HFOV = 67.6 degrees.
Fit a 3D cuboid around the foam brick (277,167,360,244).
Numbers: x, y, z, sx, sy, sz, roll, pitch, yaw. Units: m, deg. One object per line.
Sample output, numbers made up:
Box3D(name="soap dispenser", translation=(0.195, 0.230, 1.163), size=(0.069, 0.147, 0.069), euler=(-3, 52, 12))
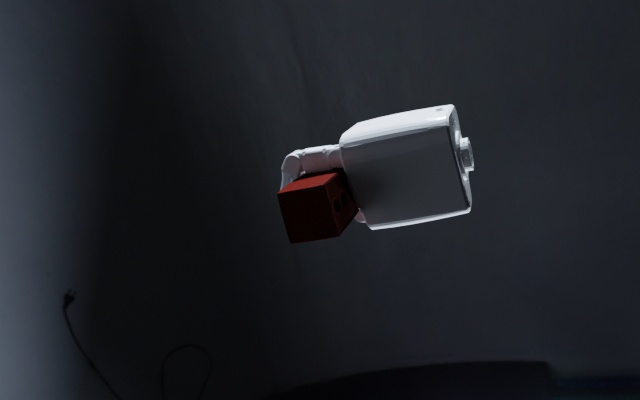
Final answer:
Box3D(name="foam brick", translation=(0.000, 0.002, 0.472), size=(0.051, 0.053, 0.078), euler=(-9, 16, 23))
